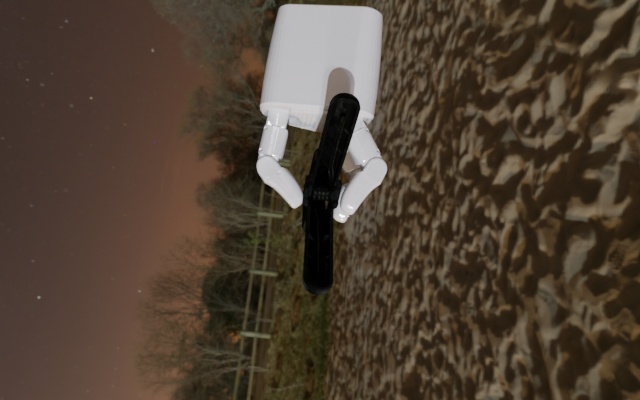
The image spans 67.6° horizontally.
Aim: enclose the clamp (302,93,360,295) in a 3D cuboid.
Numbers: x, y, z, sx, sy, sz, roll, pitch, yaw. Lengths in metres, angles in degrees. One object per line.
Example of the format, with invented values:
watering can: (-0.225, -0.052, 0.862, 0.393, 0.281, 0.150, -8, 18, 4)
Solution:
clamp: (-0.001, 0.001, 0.471, 0.036, 0.164, 0.210, 10, -5, -5)
